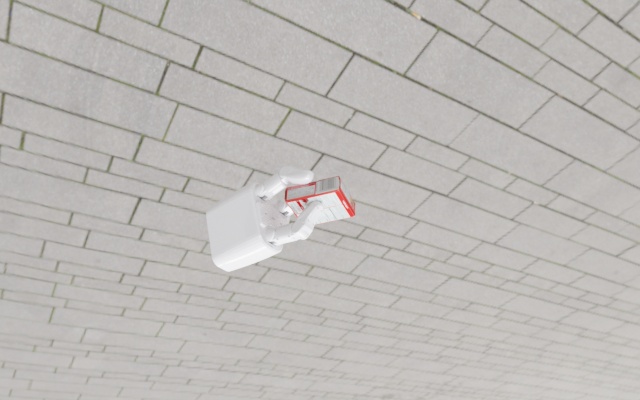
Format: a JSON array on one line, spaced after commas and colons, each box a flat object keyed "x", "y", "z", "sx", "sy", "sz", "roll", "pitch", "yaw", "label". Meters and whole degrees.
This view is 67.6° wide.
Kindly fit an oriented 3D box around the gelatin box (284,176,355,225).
[{"x": 0.000, "y": 0.003, "z": 0.725, "sx": 0.089, "sy": 0.030, "sz": 0.073, "roll": -12, "pitch": -38, "yaw": 19, "label": "gelatin box"}]
